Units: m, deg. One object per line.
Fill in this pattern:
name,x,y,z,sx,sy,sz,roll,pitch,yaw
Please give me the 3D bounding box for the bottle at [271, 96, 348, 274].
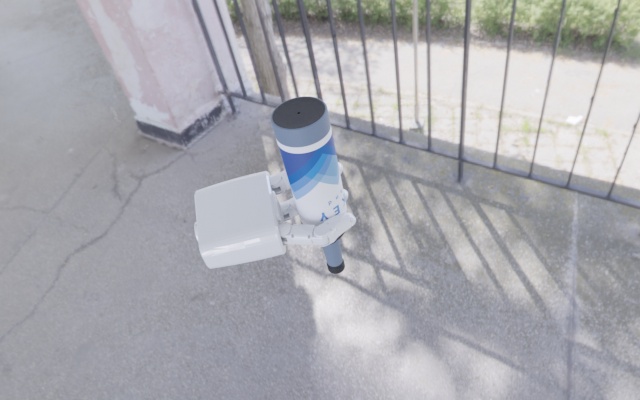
bottle,0.000,0.002,0.647,0.069,0.069,0.296,0,-44,14
